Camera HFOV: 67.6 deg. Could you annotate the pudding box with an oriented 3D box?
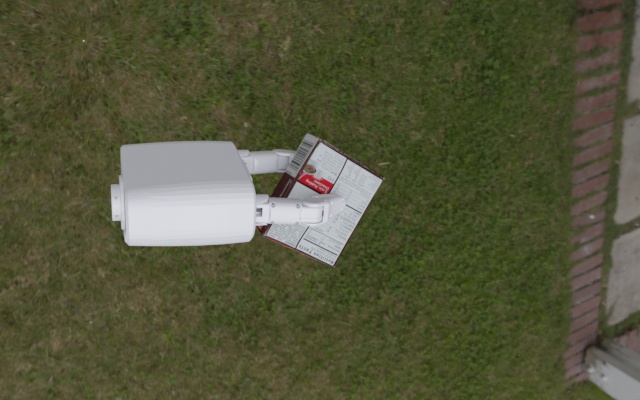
[{"bbox_3d":[0.000,0.002,0.493,0.090,0.113,0.039,28,5,-27],"label":"pudding box"}]
